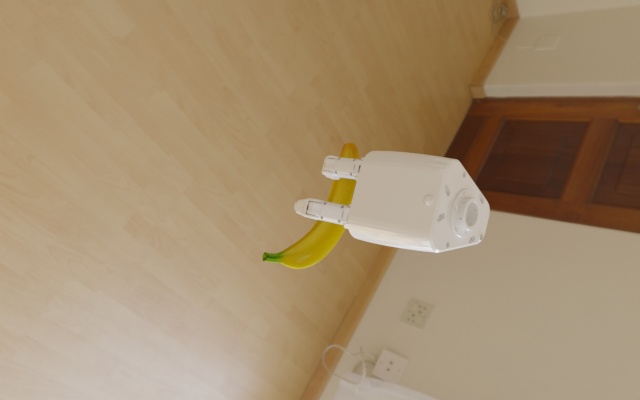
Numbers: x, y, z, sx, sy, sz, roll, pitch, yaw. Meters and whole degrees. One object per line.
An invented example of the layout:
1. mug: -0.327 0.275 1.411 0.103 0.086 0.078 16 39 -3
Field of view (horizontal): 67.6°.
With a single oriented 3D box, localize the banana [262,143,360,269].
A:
1. banana: 0.009 0.016 0.617 0.037 0.197 0.070 8 -33 51
